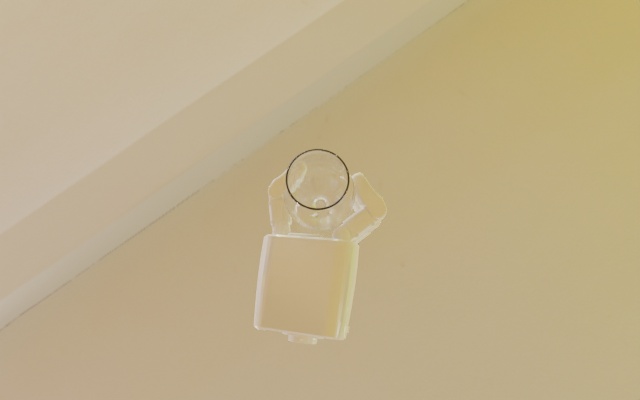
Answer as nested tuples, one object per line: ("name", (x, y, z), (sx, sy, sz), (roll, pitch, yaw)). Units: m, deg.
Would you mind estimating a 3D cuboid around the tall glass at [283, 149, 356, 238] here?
("tall glass", (0.000, 0.002, 0.554), (0.079, 0.079, 0.201), (0, -13, 2))
